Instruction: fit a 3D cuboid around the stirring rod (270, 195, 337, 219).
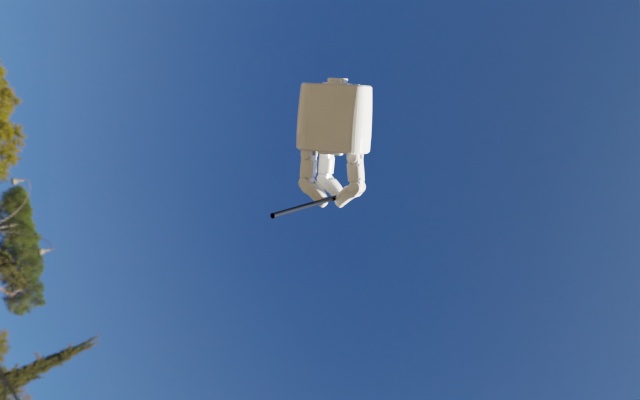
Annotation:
[{"bbox_3d":[0.000,0.002,0.754,0.011,0.011,0.239,0,9,34],"label":"stirring rod"}]
